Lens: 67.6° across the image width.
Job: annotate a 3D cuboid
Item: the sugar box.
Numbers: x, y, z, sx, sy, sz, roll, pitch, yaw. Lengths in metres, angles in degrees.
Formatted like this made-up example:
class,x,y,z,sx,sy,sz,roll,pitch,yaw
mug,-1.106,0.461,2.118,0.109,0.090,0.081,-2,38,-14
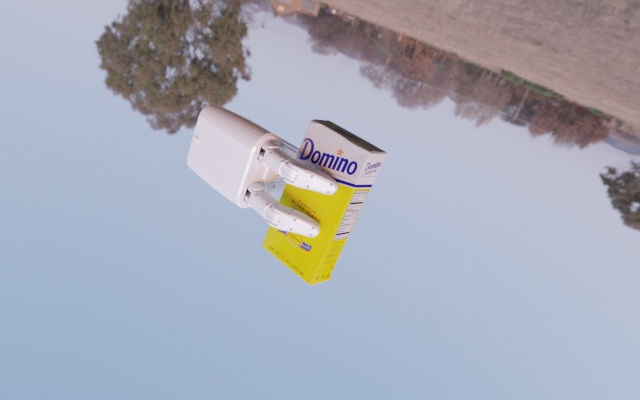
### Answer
class,x,y,z,sx,sy,sz,roll,pitch,yaw
sugar box,0.000,0.002,0.568,0.093,0.176,0.048,33,24,30
